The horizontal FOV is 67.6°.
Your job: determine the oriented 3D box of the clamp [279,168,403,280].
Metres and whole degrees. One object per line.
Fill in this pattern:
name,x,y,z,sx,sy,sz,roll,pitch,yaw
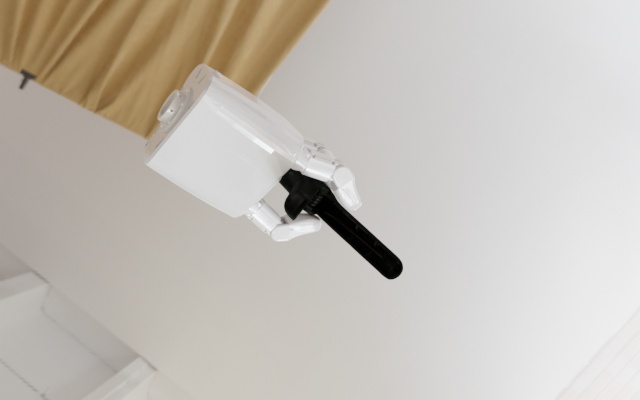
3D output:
clamp,-0.001,0.002,0.527,0.165,0.036,0.210,37,8,-32
